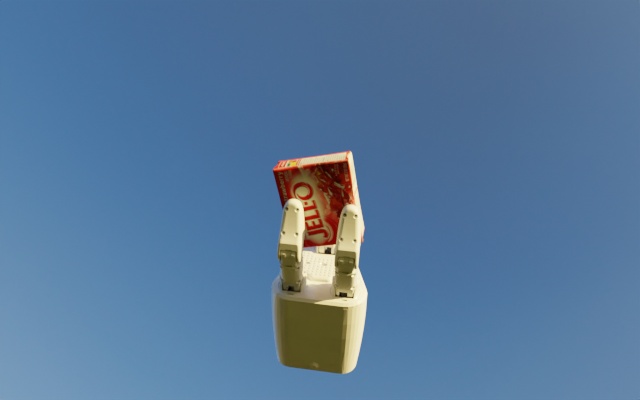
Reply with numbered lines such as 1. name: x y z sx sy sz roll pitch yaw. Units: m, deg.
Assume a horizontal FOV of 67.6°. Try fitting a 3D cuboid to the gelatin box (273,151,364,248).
1. gelatin box: 0.000 0.001 0.466 0.073 0.089 0.030 -6 23 12
